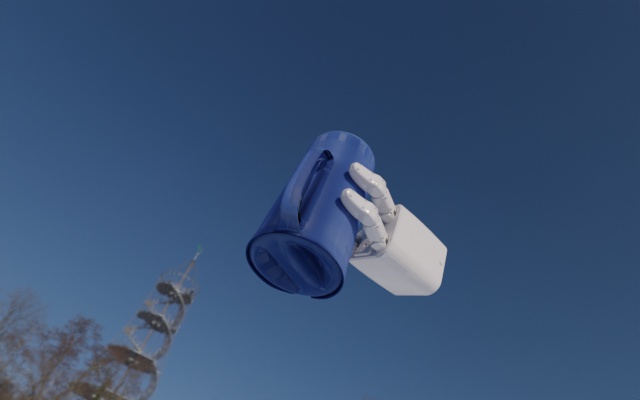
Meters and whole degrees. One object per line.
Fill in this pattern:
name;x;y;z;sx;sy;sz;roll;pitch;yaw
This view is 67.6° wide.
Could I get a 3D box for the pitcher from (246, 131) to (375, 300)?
pitcher;0.000;0.002;0.676;0.145;0.242;0.149;39;-44;-16
